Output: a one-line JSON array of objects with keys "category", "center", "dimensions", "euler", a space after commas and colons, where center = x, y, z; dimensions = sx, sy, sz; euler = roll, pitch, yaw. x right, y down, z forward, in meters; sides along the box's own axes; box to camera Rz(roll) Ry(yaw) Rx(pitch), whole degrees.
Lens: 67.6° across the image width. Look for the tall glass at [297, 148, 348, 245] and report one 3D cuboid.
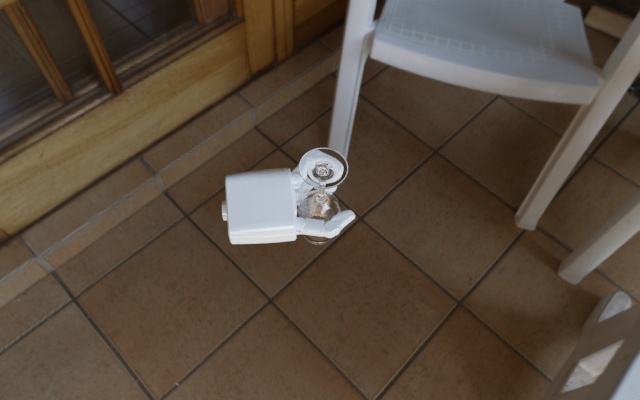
[{"category": "tall glass", "center": [0.000, 0.002, 0.795], "dimensions": [0.079, 0.079, 0.201], "euler": [0, -31, -2]}]
